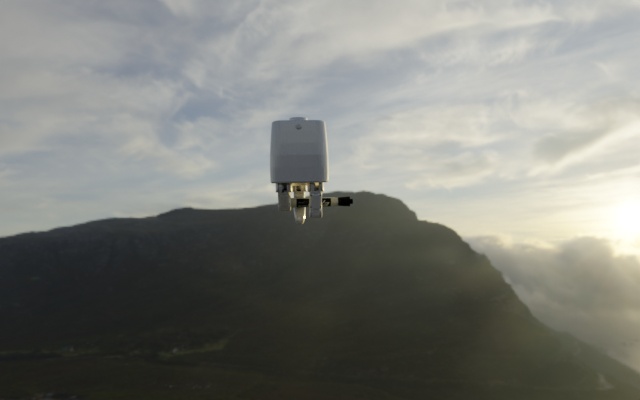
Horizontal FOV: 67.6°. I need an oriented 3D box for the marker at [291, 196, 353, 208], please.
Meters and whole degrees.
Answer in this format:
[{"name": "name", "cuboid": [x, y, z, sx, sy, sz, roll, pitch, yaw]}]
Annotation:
[{"name": "marker", "cuboid": [0.000, 0.003, 0.890, 0.121, 0.020, 0.020, -1, 0, -4]}]
